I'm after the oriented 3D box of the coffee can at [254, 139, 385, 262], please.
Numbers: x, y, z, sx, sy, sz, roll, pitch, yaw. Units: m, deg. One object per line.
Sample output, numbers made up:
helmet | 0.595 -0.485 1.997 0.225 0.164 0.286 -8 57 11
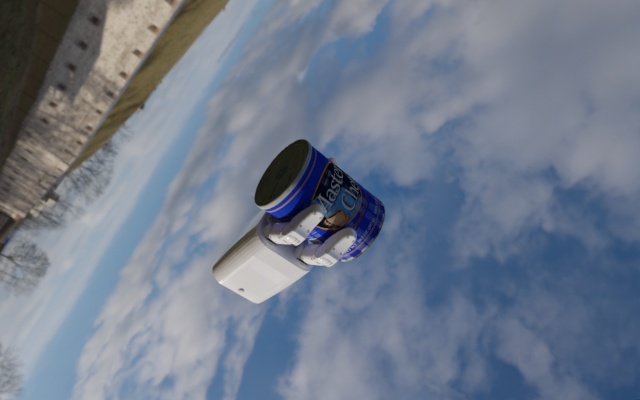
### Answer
coffee can | 0.000 0.002 0.625 0.140 0.102 0.103 37 -18 -26
